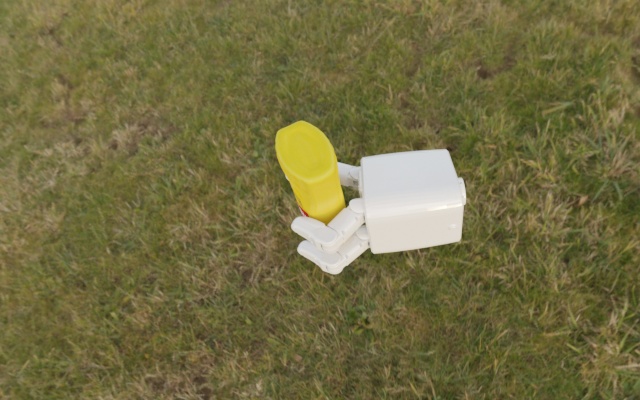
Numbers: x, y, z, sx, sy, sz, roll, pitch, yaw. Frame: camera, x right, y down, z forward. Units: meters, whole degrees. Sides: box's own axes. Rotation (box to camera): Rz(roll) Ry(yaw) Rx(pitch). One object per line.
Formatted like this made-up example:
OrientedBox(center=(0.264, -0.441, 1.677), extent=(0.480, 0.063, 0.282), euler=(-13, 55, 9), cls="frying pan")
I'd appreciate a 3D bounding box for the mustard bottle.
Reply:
OrientedBox(center=(0.000, 0.002, 0.575), extent=(0.058, 0.096, 0.192), euler=(-27, -38, -7), cls="mustard bottle")
